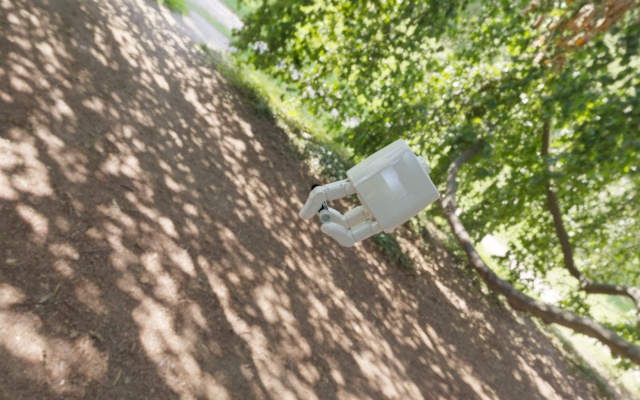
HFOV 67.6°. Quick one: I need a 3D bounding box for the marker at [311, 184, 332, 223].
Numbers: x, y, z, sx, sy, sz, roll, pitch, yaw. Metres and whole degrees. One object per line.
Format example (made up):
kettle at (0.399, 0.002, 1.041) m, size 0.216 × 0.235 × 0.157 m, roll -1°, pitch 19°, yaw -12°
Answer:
marker at (0.000, 0.003, 0.805) m, size 0.020 × 0.020 × 0.121 m, roll 0°, pitch 25°, yaw -9°
